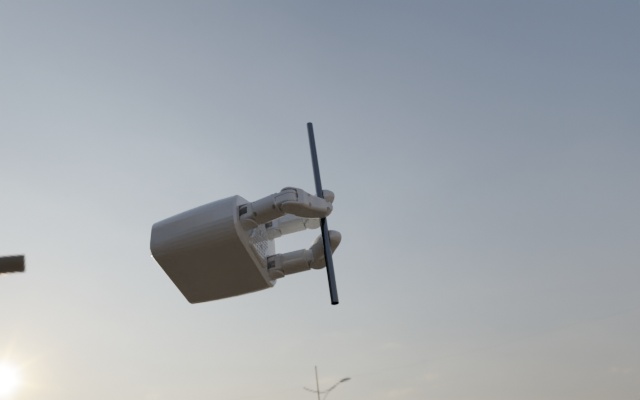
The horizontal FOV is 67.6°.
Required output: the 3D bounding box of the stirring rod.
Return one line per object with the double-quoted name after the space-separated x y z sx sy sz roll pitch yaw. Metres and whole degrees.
0.000 0.002 0.526 0.011 0.239 0.011 -5 -36 -4 "stirring rod"
